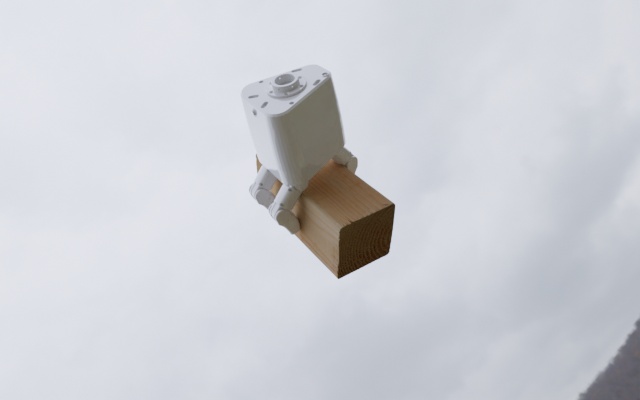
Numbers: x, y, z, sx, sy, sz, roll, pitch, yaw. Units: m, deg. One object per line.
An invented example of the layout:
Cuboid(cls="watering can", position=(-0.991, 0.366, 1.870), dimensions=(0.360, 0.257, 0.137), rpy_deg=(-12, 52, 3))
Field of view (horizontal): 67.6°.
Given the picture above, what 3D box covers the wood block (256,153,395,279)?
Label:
Cuboid(cls="wood block", position=(0.000, 0.002, 0.671), dimensions=(0.091, 0.090, 0.206), rpy_deg=(-22, 43, -27))
